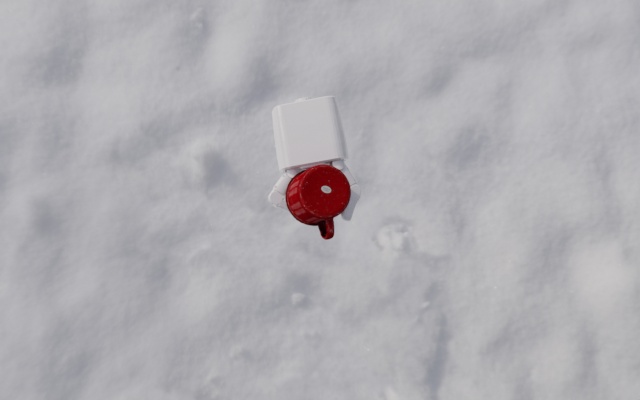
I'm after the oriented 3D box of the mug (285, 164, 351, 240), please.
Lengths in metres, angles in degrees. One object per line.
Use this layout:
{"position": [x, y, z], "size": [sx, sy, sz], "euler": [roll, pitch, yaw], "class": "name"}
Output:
{"position": [0.000, 0.004, 0.731], "size": [0.093, 0.117, 0.081], "euler": [-9, -4, -14], "class": "mug"}
